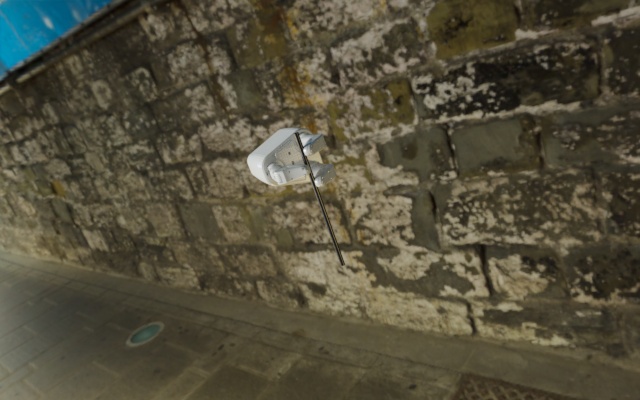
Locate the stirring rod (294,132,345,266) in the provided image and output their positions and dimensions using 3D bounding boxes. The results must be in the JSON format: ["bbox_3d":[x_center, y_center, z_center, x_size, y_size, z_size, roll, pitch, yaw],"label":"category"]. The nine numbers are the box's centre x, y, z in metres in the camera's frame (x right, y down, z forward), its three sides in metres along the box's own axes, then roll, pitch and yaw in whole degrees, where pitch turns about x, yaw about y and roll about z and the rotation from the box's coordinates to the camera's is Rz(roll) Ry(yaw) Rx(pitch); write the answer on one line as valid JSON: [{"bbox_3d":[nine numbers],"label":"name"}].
[{"bbox_3d":[0.000,0.003,0.780,0.011,0.240,0.011,-18,19,6],"label":"stirring rod"}]
